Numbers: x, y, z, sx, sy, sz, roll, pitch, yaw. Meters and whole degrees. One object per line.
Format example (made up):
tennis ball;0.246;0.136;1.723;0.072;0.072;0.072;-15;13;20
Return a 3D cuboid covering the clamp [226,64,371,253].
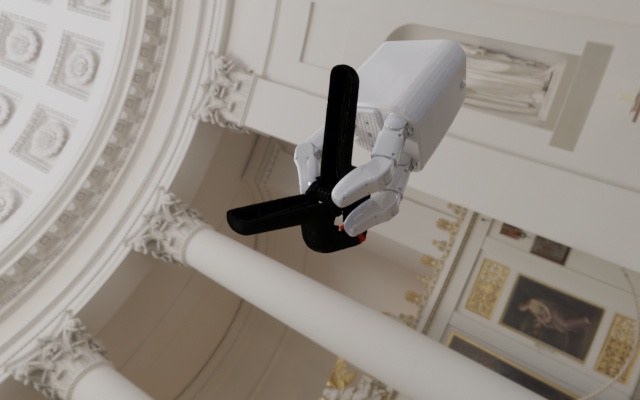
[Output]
clamp;0.000;0.001;0.450;0.036;0.164;0.210;28;-21;30
